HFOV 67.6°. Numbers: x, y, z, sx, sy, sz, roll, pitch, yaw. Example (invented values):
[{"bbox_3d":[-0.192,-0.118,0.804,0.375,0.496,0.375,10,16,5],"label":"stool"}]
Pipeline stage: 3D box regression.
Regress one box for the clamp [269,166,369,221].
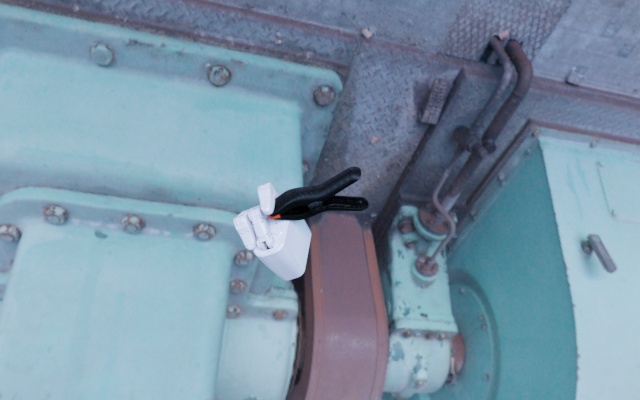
[{"bbox_3d":[0.000,0.003,0.794,0.171,0.039,0.120,-16,-36,14],"label":"clamp"}]
